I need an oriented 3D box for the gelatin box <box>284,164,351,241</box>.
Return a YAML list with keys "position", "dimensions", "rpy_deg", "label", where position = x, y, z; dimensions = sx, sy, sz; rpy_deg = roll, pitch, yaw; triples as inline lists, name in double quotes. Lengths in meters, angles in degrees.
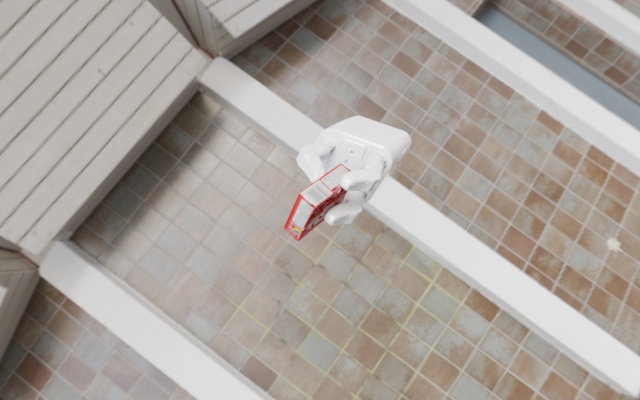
- position: [0.000, 0.002, 0.605]
  dimensions: [0.089, 0.030, 0.073]
  rpy_deg: [-37, -17, -41]
  label: "gelatin box"
